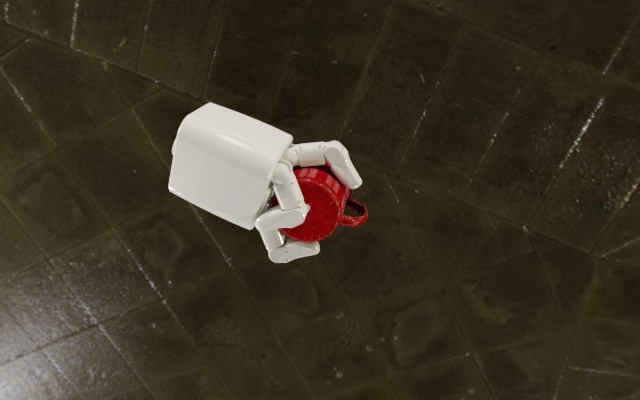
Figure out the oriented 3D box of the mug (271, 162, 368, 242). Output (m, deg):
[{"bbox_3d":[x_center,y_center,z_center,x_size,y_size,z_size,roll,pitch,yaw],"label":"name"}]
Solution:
[{"bbox_3d":[0.001,0.003,0.569,0.117,0.093,0.081,23,25,-1],"label":"mug"}]
